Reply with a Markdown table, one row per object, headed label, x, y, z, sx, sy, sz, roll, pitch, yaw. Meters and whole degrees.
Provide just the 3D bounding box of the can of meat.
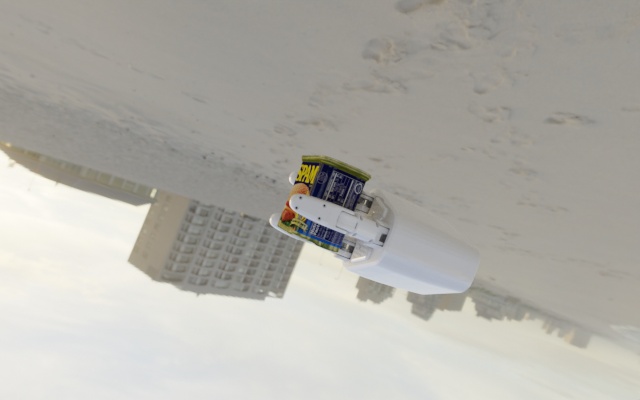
| label | x | y | z | sx | sy | sz | roll | pitch | yaw |
| --- | --- | --- | --- | --- | --- | --- | --- | --- | --- |
| can of meat | 0.000 | 0.002 | 0.501 | 0.057 | 0.084 | 0.102 | 22 | -2 | -18 |
